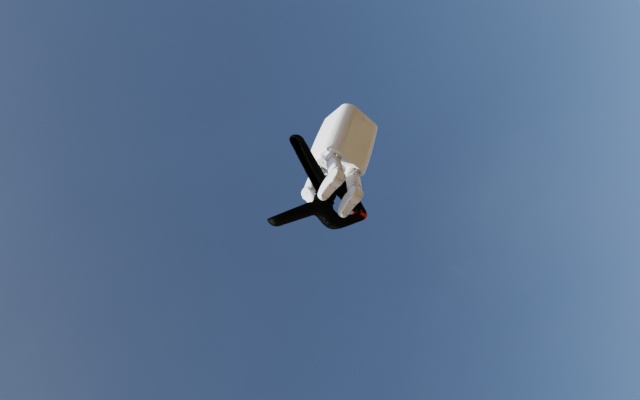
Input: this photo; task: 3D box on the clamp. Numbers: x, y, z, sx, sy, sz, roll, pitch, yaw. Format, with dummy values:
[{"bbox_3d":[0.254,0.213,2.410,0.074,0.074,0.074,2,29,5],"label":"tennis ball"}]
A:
[{"bbox_3d":[0.000,0.003,0.852,0.210,0.164,0.036,34,-23,-34],"label":"clamp"}]
